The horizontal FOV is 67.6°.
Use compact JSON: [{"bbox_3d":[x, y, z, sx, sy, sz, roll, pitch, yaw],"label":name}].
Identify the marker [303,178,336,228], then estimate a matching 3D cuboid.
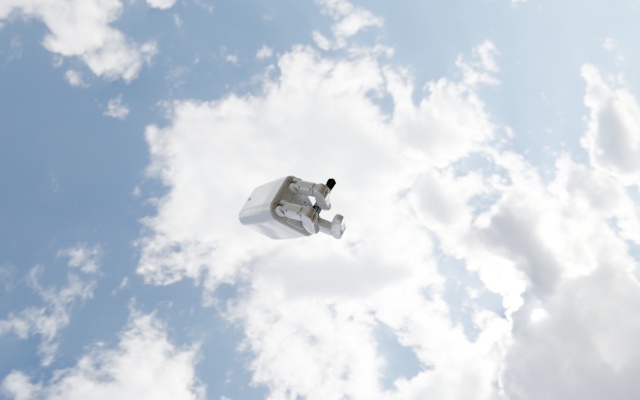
[{"bbox_3d":[0.000,0.003,0.884,0.020,0.121,0.020,19,-35,14],"label":"marker"}]
